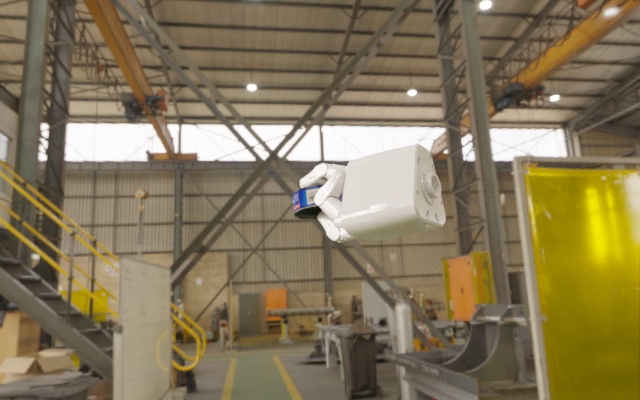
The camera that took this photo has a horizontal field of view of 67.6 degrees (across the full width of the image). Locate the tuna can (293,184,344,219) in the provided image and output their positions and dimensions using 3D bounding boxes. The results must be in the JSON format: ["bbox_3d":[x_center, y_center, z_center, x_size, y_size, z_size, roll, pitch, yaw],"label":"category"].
[{"bbox_3d":[0.000,0.002,0.735,0.086,0.033,0.086,-7,-15,-2],"label":"tuna can"}]
